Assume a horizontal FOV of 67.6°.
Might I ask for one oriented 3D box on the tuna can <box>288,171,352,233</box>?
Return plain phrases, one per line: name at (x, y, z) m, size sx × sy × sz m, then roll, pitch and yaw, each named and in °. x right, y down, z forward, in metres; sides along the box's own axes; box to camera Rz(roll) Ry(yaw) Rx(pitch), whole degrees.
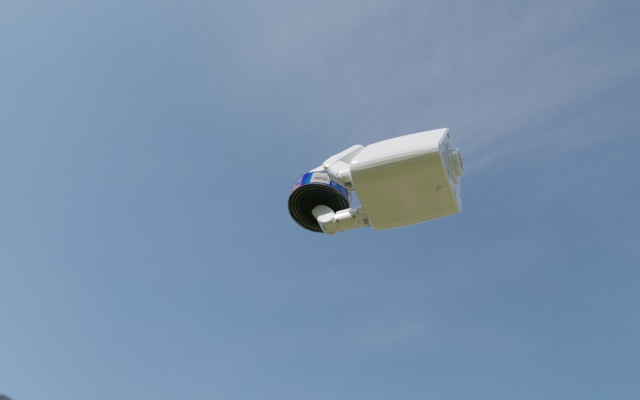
tuna can at (0.000, 0.002, 0.659) m, size 0.086 × 0.086 × 0.033 m, roll 0°, pitch 38°, yaw 13°
